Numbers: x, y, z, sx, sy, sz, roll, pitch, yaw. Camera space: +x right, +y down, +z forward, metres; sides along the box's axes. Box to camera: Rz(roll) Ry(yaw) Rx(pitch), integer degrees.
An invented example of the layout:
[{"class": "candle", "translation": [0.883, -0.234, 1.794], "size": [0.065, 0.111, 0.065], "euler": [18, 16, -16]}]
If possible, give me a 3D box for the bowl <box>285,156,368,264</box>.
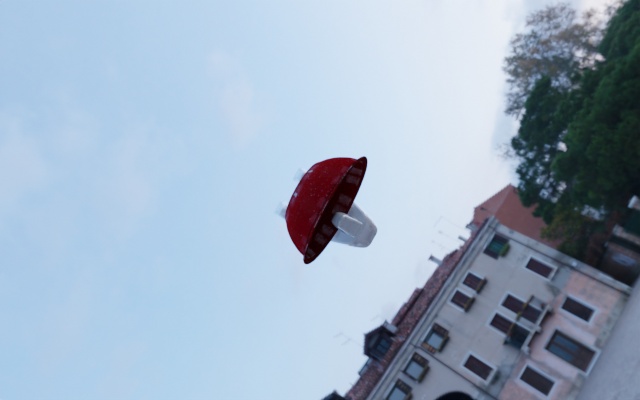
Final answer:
[{"class": "bowl", "translation": [0.000, 0.001, 0.632], "size": [0.055, 0.162, 0.162], "euler": [29, 7, 12]}]
